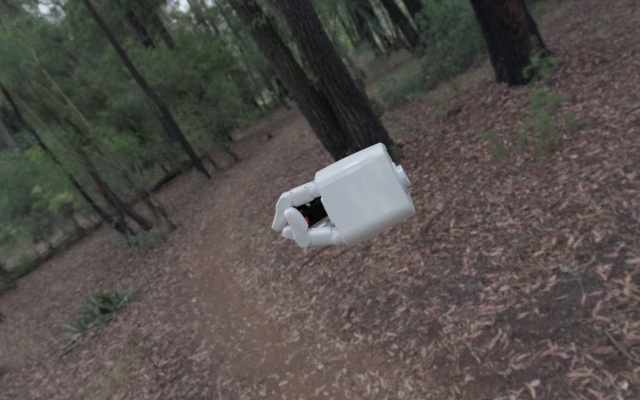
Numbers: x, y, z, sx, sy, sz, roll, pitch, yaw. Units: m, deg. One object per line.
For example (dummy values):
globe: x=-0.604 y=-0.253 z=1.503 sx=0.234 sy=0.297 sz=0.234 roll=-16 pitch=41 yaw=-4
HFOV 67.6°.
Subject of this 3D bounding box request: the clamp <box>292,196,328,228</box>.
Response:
clamp: x=0.000 y=0.002 z=0.765 sx=0.120 sy=0.039 sz=0.171 roll=-26 pitch=14 yaw=13
